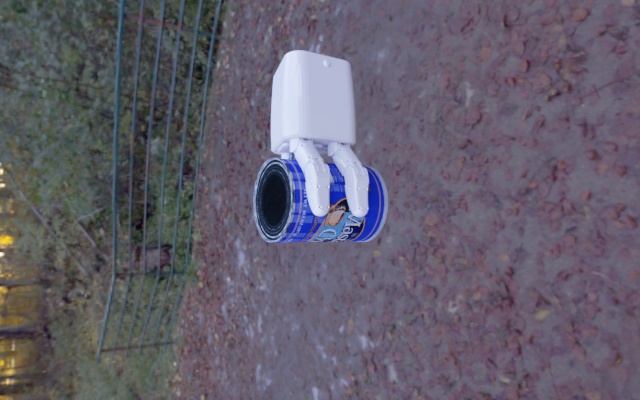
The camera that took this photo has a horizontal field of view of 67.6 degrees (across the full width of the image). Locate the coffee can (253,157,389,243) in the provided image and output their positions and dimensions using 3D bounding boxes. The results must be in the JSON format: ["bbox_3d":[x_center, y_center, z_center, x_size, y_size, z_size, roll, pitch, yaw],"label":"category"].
[{"bbox_3d":[0.000,0.002,0.605,0.140,0.103,0.103,2,-1,-33],"label":"coffee can"}]
